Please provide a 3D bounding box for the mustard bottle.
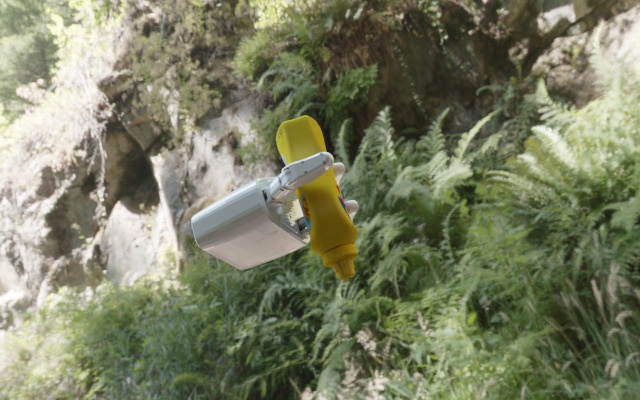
[{"bbox_3d":[0.000,0.002,0.568,0.058,0.191,0.096,-17,-19,-5],"label":"mustard bottle"}]
